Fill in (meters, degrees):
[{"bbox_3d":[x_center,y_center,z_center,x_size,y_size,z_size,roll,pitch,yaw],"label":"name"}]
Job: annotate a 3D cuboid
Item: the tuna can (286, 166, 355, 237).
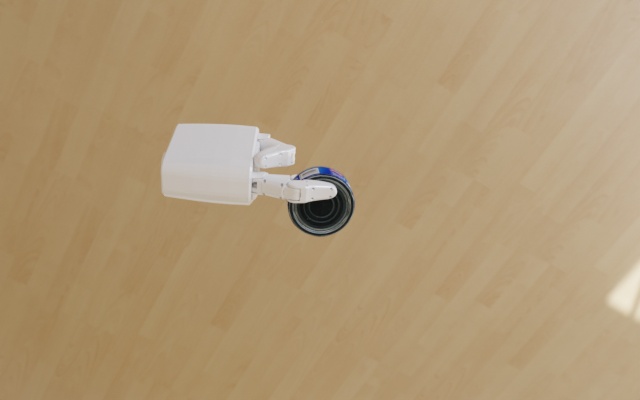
[{"bbox_3d":[0.000,0.002,0.605,0.086,0.086,0.033,0,21,-6],"label":"tuna can"}]
